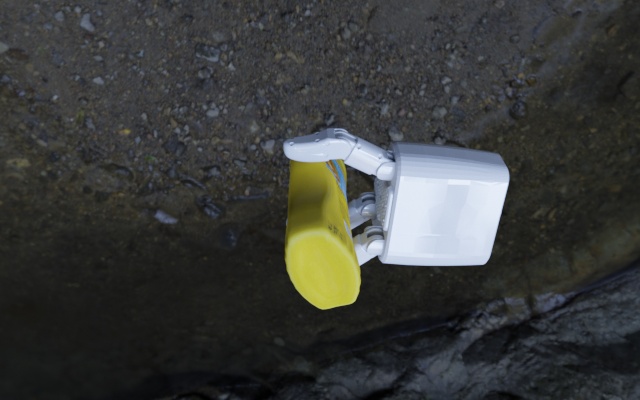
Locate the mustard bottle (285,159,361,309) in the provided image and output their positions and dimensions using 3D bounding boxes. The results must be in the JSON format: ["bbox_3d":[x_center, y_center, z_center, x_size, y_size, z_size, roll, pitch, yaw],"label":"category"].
[{"bbox_3d":[0.000,0.002,0.461,0.058,0.096,0.191,-16,37,10],"label":"mustard bottle"}]
